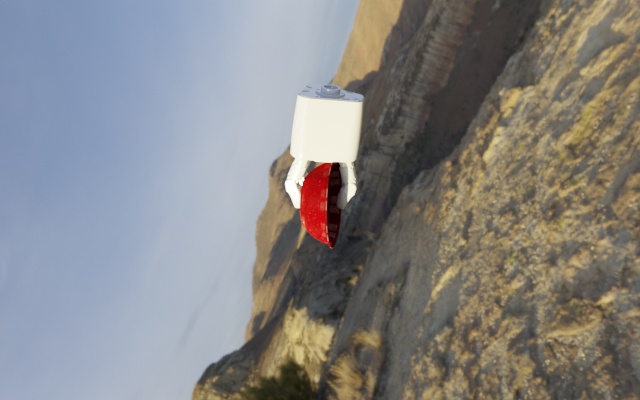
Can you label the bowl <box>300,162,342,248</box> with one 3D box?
[{"bbox_3d":[0.000,0.004,0.848,0.055,0.162,0.162,2,0,11],"label":"bowl"}]
